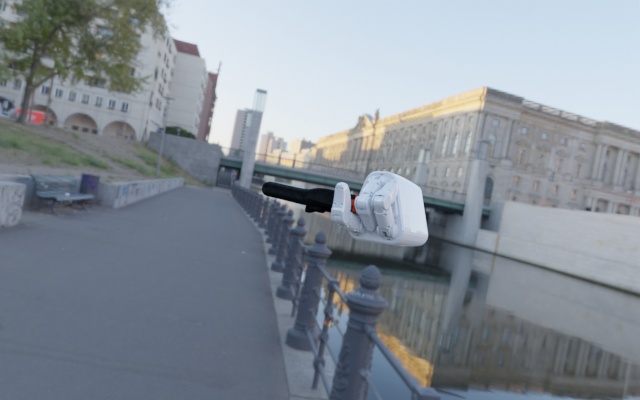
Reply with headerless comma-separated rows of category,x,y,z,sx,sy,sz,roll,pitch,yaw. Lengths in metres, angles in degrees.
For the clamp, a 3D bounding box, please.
clamp,0.000,0.002,0.782,0.171,0.039,0.120,11,-4,36
